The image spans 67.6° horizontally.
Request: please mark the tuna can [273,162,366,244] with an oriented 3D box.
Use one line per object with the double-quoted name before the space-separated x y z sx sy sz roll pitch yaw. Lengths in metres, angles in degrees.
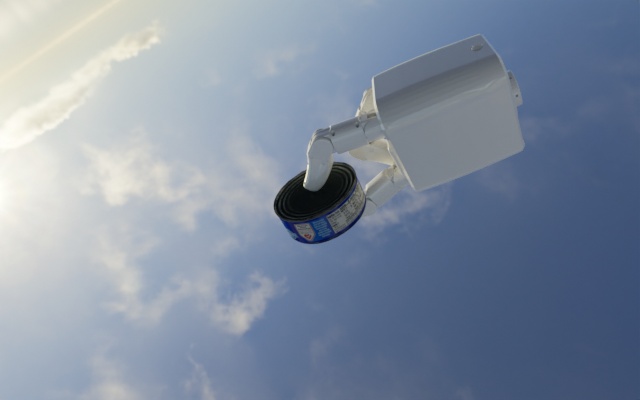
"tuna can" 0.000 0.002 0.462 0.086 0.034 0.086 -20 33 14
